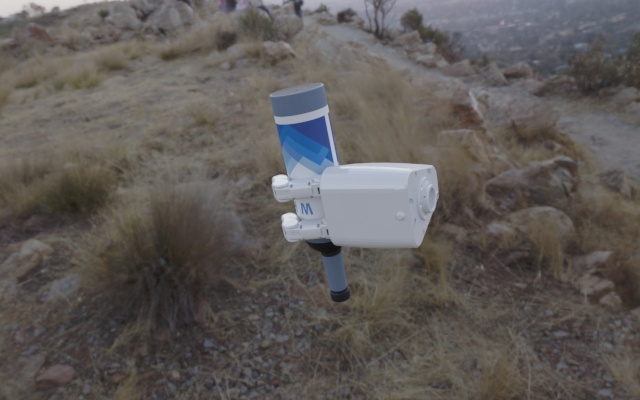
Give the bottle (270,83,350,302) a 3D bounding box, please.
[{"bbox_3d":[0.000,0.002,0.622,0.069,0.296,0.069,-11,21,4],"label":"bottle"}]
